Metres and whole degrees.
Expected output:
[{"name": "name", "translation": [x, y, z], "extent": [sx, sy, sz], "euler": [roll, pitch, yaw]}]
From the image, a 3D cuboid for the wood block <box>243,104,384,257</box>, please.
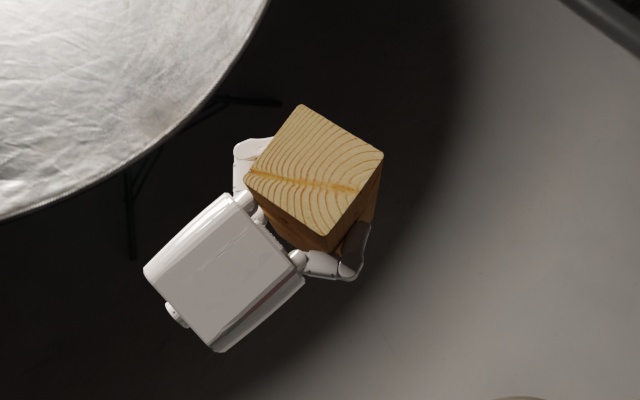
[{"name": "wood block", "translation": [0.000, 0.002, 0.499], "extent": [0.091, 0.090, 0.206], "euler": [34, -12, 12]}]
